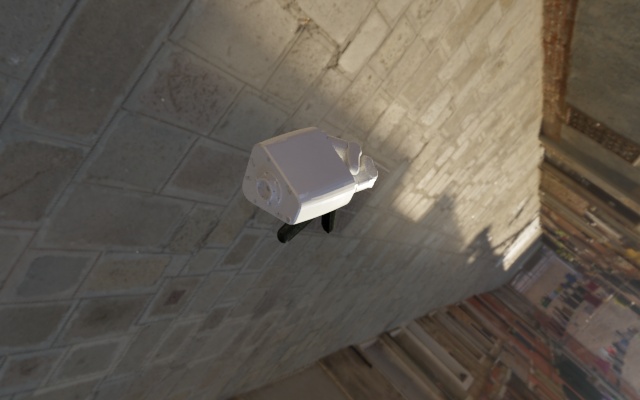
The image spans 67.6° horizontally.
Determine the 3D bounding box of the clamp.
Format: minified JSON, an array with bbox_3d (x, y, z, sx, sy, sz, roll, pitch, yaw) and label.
[{"bbox_3d":[0.001,0.003,0.737,0.120,0.172,0.039,-22,56,-43],"label":"clamp"}]
